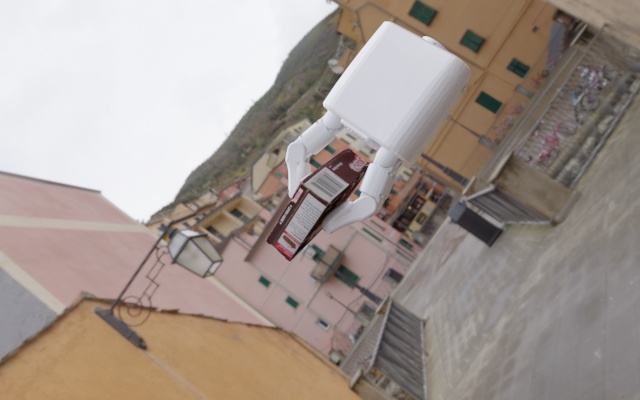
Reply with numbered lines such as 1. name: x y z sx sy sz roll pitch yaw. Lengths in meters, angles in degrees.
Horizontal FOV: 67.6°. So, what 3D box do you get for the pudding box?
1. pudding box: 0.000 0.002 0.508 0.039 0.090 0.113 39 35 9
